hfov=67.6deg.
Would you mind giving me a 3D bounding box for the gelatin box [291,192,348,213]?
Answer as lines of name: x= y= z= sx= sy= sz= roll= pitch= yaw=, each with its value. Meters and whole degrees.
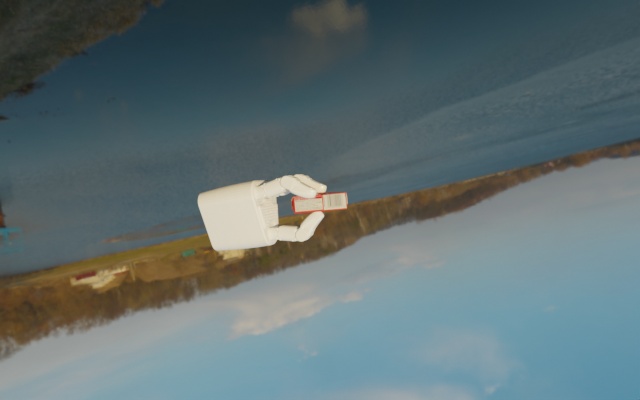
gelatin box: x=0.001 y=0.003 z=0.797 sx=0.089 sy=0.030 sz=0.073 roll=-5 pitch=1 yaw=4
